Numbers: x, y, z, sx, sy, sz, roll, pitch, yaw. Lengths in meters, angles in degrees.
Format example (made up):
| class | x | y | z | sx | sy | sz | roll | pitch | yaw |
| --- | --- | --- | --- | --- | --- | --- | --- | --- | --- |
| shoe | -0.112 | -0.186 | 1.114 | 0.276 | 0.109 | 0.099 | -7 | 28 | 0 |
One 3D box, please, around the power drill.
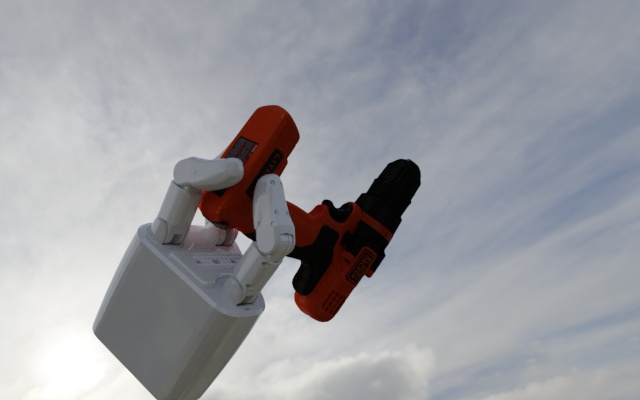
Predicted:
| class | x | y | z | sx | sy | sz | roll | pitch | yaw |
| --- | --- | --- | --- | --- | --- | --- | --- | --- | --- |
| power drill | 0.000 | 0.001 | 0.429 | 0.188 | 0.184 | 0.057 | 40 | -10 | -36 |
